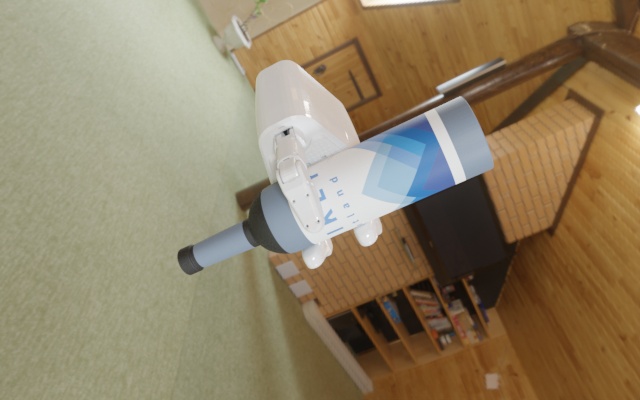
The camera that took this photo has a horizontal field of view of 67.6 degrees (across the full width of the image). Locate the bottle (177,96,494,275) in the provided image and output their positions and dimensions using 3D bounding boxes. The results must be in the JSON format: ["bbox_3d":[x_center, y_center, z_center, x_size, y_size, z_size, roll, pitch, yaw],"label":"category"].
[{"bbox_3d":[0.000,0.001,0.432,0.296,0.069,0.069,-24,-6,13],"label":"bottle"}]
